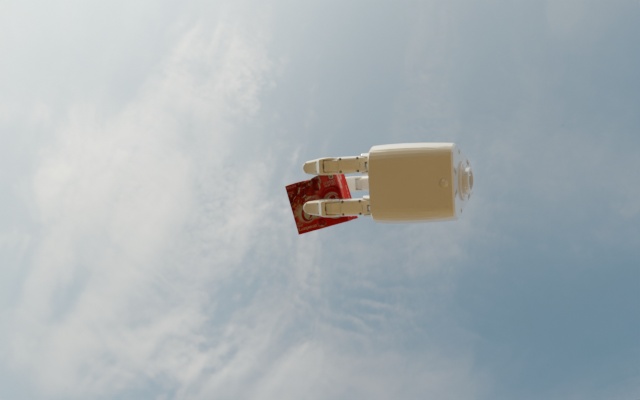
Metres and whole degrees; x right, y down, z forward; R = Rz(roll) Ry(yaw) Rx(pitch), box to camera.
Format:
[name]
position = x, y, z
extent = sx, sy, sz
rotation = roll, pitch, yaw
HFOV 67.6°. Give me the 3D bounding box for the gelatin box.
[gelatin box]
position = 0.000, 0.002, 0.669
extent = 0.089, 0.073, 0.030
rotation = -16, -1, 33
